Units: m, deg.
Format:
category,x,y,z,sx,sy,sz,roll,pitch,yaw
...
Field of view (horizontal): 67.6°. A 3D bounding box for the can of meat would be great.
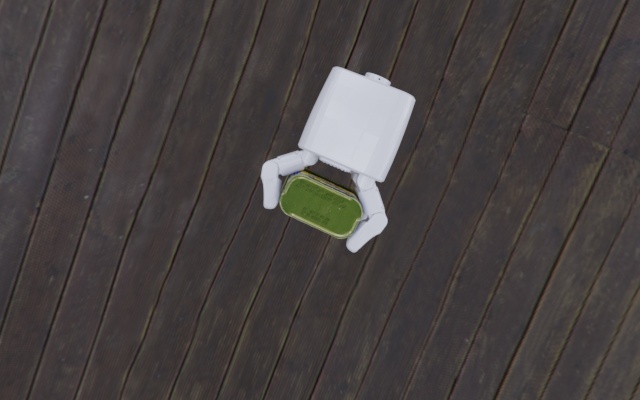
category,x,y,z,sx,sy,sz,roll,pitch,yaw
can of meat,0.000,0.002,0.589,0.102,0.057,0.084,25,6,-4
